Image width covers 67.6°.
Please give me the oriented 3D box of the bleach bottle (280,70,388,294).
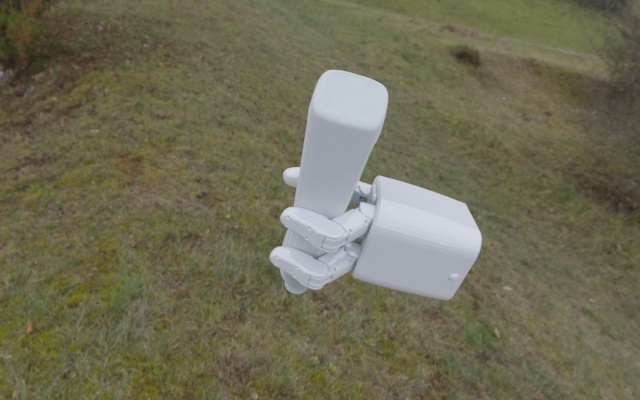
[{"bbox_3d":[0.000,0.002,0.498,0.068,0.251,0.102,16,39,0],"label":"bleach bottle"}]
